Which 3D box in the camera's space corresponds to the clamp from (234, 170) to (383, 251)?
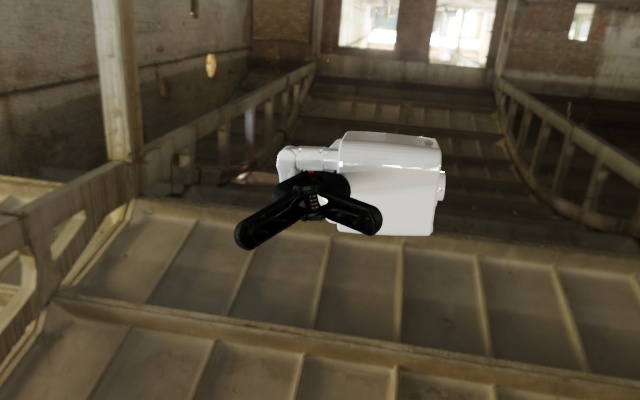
[{"bbox_3d":[0.000,0.002,0.447,0.120,0.039,0.171,1,21,9],"label":"clamp"}]
